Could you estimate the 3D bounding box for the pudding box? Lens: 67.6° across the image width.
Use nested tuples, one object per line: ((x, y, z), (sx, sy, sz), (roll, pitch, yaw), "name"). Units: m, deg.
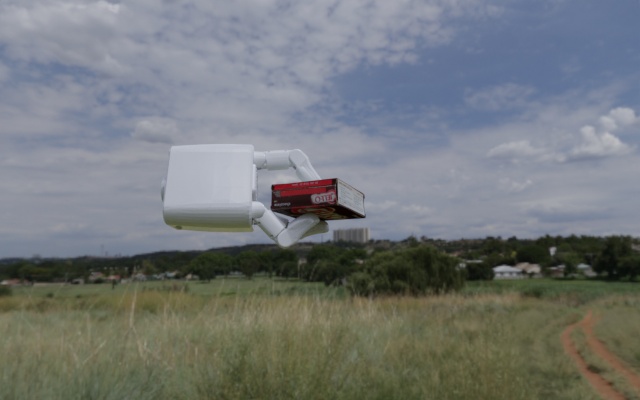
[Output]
((0.000, 0.002, 0.619), (0.090, 0.039, 0.113), (-4, -9, 23), "pudding box")
